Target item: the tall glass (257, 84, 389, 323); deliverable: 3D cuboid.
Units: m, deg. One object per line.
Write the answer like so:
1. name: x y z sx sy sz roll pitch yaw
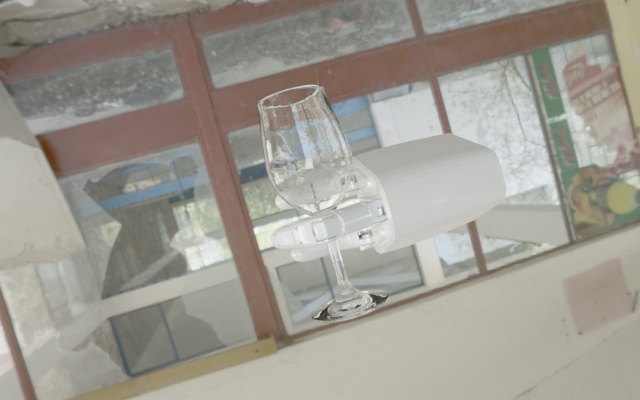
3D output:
1. tall glass: 0.000 0.002 0.432 0.079 0.201 0.079 -16 3 1
